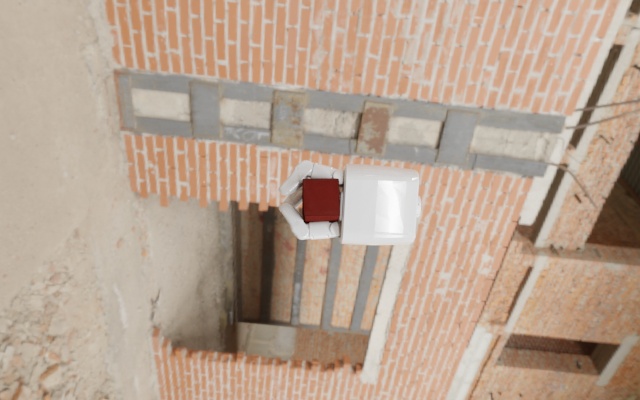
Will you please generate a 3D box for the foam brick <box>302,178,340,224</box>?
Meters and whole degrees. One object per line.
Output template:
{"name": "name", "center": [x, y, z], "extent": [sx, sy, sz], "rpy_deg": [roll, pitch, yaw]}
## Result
{"name": "foam brick", "center": [0.000, 0.002, 0.677], "extent": [0.051, 0.053, 0.078], "rpy_deg": [0, -11, -1]}
